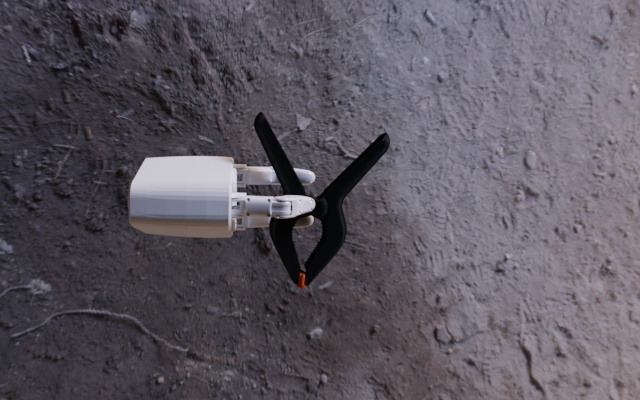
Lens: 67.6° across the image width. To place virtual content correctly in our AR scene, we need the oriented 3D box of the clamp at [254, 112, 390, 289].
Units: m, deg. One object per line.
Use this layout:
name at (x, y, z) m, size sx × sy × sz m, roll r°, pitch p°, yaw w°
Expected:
clamp at (0.000, 0.003, 0.580) m, size 0.164 × 0.210 × 0.036 m, roll 1°, pitch 7°, yaw -7°
